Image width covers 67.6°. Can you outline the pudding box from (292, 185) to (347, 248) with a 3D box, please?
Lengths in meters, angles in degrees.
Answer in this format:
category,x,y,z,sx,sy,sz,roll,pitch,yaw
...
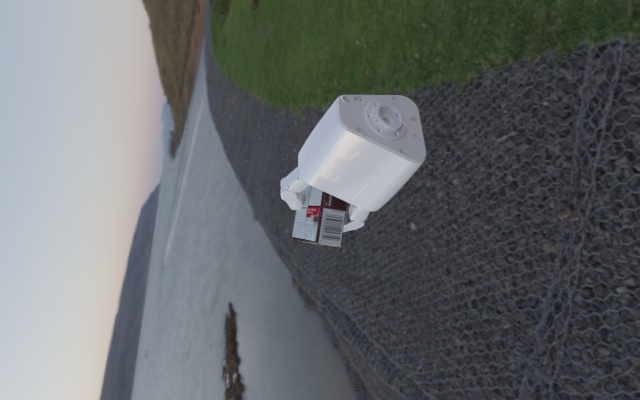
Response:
category,x,y,z,sx,sy,sz,roll,pitch,yaw
pudding box,0.000,0.002,0.631,0.039,0.113,0.090,11,-4,-22
